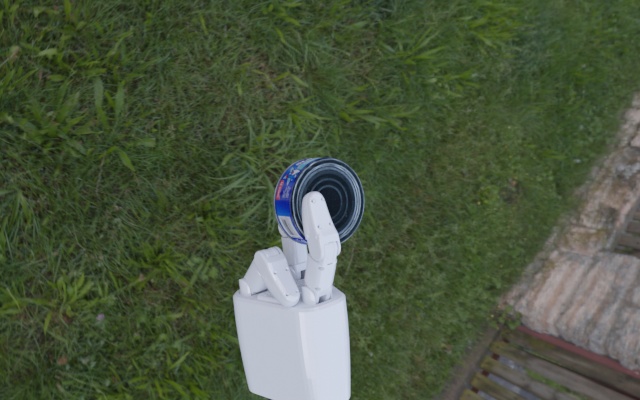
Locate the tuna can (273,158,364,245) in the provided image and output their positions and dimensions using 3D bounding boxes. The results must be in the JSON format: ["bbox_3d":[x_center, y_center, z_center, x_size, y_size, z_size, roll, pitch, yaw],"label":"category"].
[{"bbox_3d":[0.000,0.001,0.457,0.086,0.086,0.034,0,2,-34],"label":"tuna can"}]
